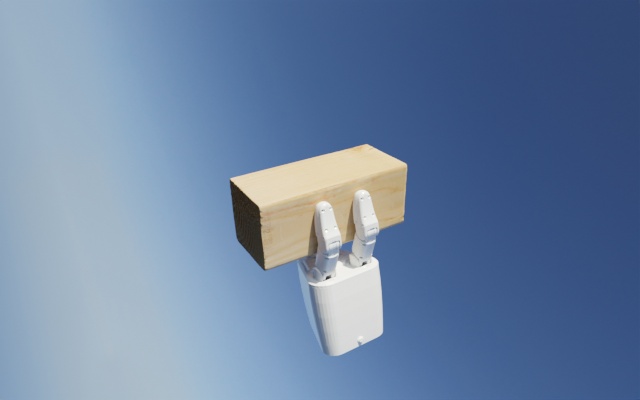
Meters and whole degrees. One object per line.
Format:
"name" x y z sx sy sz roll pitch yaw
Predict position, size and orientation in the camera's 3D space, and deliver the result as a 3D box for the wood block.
"wood block" 0.000 0.002 0.612 0.206 0.090 0.090 -17 31 -27
